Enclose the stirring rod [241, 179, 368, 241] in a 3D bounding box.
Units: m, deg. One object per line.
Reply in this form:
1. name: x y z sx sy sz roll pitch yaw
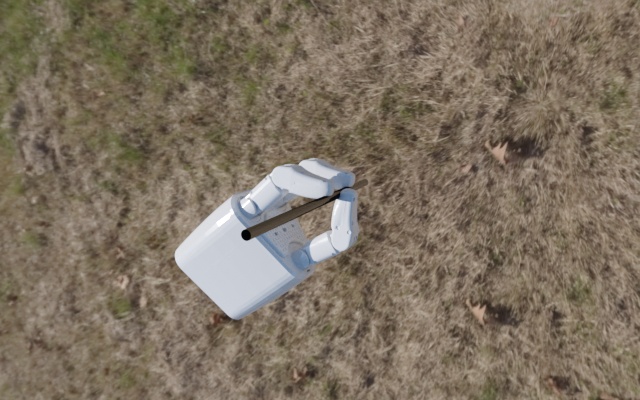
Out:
1. stirring rod: 0.000 0.001 0.424 0.011 0.011 0.239 0 10 25
